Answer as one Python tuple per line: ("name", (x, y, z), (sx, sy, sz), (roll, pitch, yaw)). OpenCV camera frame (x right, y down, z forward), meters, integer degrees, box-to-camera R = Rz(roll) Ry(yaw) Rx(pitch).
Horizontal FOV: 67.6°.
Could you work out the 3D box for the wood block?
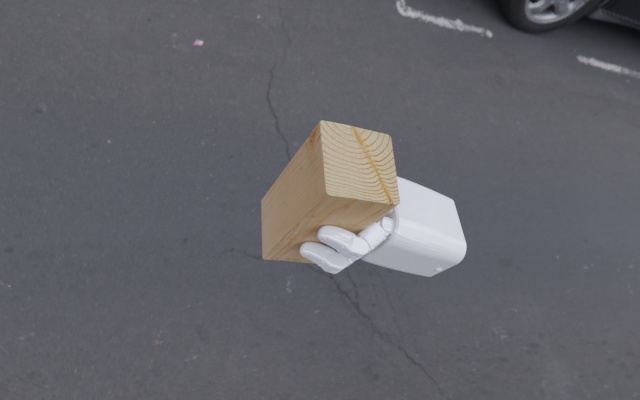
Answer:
("wood block", (0.000, 0.002, 0.587), (0.090, 0.090, 0.206), (8, -28, -23))
